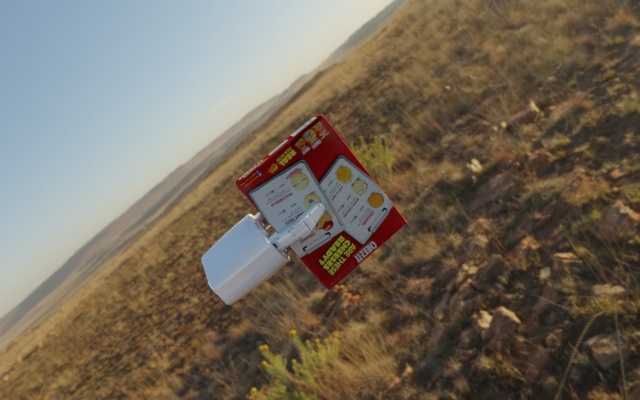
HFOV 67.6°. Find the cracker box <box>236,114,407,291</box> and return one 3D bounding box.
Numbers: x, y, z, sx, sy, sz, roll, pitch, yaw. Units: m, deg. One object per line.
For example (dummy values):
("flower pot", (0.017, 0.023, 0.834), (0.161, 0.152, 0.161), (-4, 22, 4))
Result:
("cracker box", (0.000, 0.002, 0.734), (0.164, 0.214, 0.072), (-41, 12, -3))
